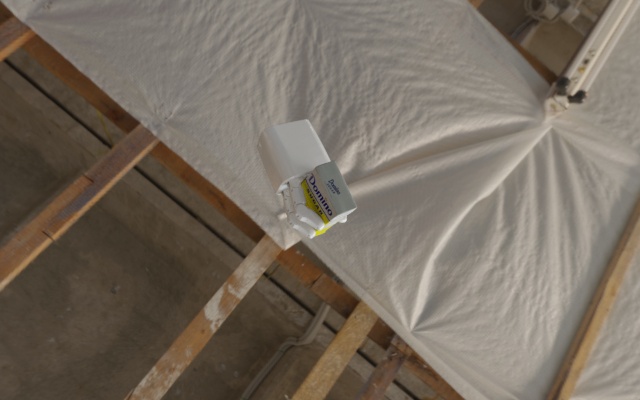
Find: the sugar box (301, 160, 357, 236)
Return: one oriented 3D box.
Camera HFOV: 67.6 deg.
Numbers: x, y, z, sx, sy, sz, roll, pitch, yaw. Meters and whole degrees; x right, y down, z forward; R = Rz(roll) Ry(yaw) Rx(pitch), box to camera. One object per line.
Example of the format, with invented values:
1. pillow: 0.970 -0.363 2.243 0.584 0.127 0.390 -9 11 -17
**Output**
1. sugar box: 0.000 0.003 0.867 0.048 0.093 0.176 -22 -10 -20
